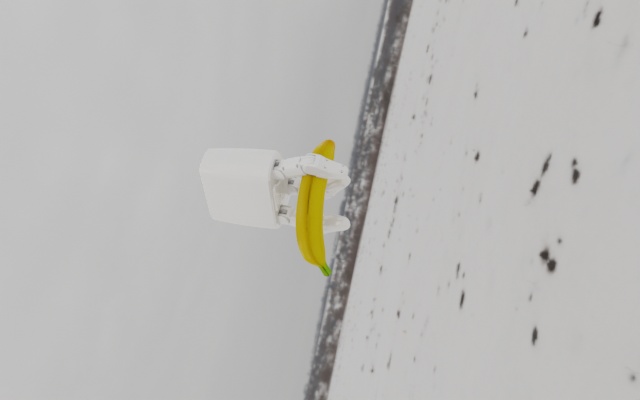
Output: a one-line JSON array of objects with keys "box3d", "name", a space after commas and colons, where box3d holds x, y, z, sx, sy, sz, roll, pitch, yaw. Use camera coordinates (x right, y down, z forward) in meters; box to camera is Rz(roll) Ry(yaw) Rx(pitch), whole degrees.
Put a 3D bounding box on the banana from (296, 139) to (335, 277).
[{"box3d": [-0.007, 0.001, 0.655, 0.037, 0.197, 0.070, -1, -13, 21], "name": "banana"}]
